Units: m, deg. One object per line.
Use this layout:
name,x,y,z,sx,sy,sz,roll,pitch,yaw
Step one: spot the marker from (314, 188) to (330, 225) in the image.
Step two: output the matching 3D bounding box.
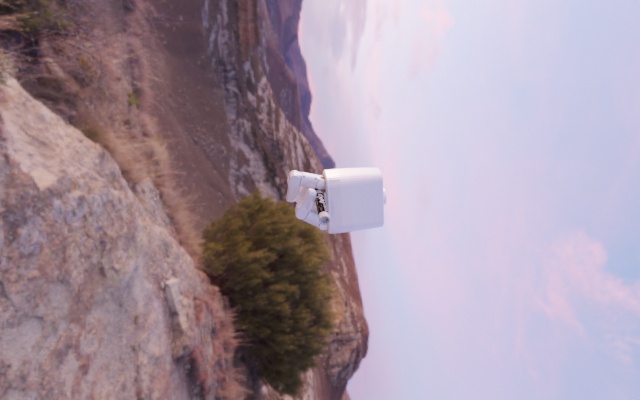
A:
marker,0.000,0.003,0.846,0.020,0.020,0.121,0,31,-8
